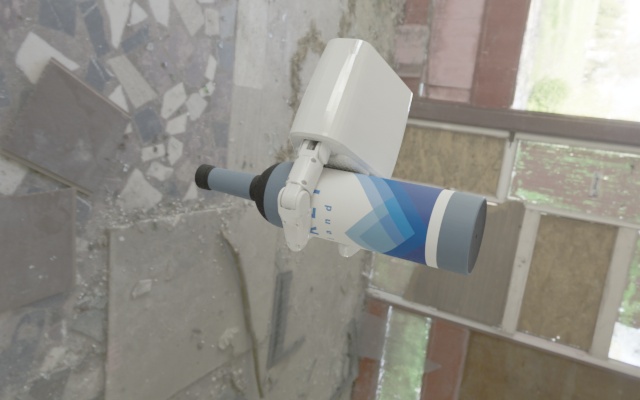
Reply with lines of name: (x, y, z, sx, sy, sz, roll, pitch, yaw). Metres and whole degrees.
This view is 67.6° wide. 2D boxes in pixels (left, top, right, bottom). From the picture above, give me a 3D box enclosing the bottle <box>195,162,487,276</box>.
bottle: (0.000, 0.002, 0.457, 0.295, 0.069, 0.069, 12, 5, 26)
